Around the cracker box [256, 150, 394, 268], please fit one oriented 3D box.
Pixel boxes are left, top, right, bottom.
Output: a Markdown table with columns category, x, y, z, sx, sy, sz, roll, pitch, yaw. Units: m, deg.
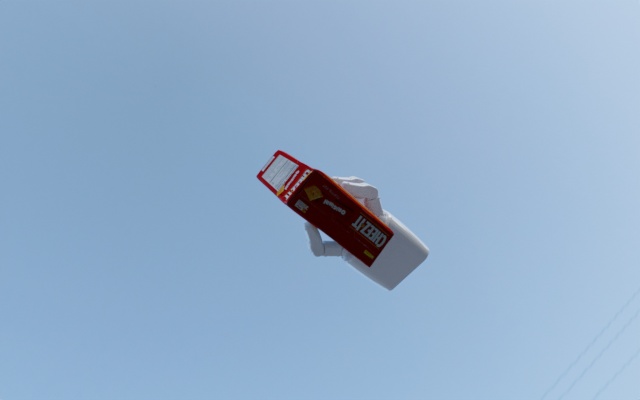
| category | x | y | z | sx | sy | sz | roll | pitch | yaw |
| --- | --- | --- | --- | --- | --- | --- | --- | --- | --- |
| cracker box | 0.000 | 0.003 | 0.756 | 0.164 | 0.072 | 0.213 | 38 | -1 | -23 |
